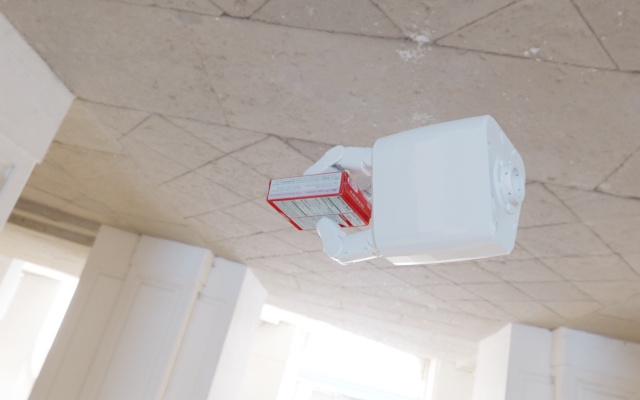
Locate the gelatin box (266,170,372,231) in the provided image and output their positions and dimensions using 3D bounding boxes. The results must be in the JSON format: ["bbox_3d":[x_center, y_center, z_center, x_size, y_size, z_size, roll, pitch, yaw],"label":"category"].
[{"bbox_3d":[0.000,0.002,0.499,0.089,0.030,0.073,-6,-30,27],"label":"gelatin box"}]
